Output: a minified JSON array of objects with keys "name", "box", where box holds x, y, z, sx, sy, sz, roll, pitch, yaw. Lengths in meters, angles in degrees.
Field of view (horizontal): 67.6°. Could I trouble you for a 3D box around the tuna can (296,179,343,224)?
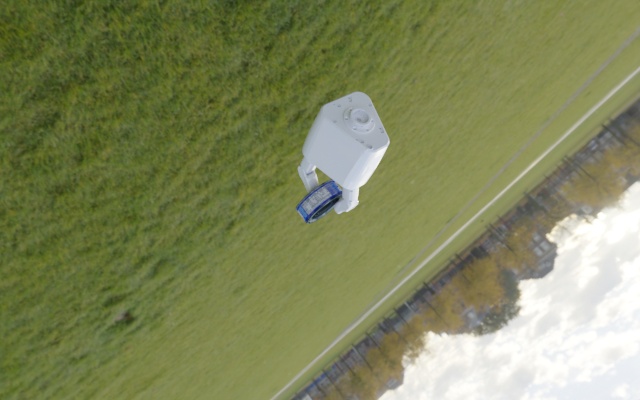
[{"name":"tuna can","box":[0.000,0.003,0.836,0.086,0.033,0.086,-37,-11,-8]}]
